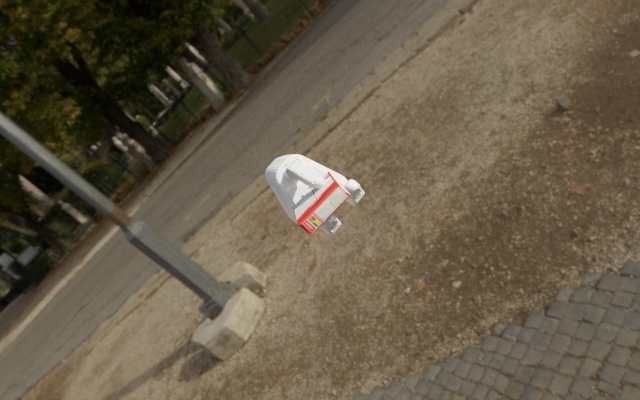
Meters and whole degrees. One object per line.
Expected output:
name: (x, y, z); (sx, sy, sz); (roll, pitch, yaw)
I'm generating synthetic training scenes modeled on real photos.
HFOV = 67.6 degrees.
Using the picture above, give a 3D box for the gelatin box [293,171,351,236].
gelatin box: (0.000, 0.002, 0.637); (0.030, 0.073, 0.089); (44, 5, -12)
